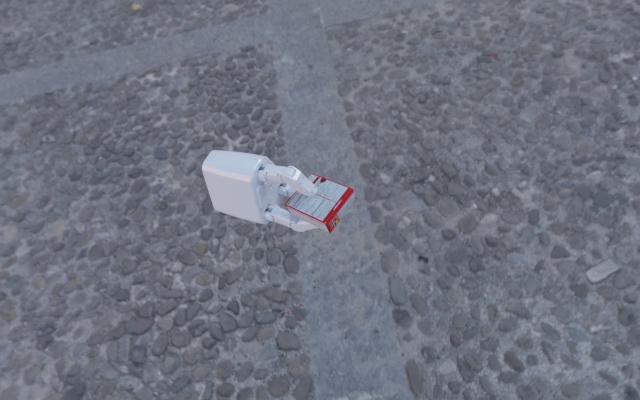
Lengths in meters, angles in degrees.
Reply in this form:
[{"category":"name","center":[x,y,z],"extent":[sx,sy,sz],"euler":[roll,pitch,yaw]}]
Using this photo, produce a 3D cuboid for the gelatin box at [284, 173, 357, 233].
[{"category":"gelatin box","center":[0.000,0.002,0.748],"extent":[0.089,0.073,0.030],"euler":[22,-27,35]}]
